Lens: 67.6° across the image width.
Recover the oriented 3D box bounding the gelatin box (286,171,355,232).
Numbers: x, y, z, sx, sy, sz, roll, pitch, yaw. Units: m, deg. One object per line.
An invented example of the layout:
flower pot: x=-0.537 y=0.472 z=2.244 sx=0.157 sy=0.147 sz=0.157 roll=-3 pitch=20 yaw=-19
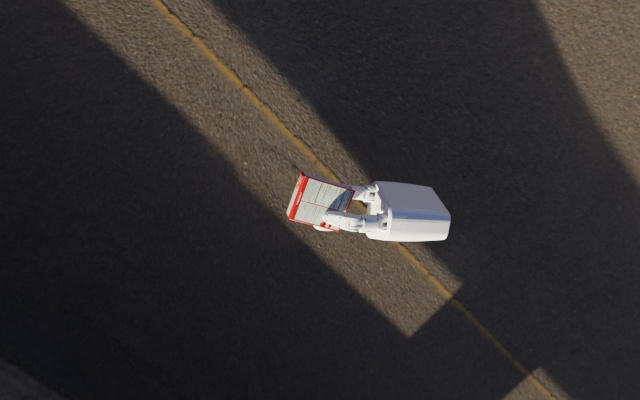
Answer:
gelatin box: x=0.000 y=0.003 z=0.748 sx=0.089 sy=0.073 sz=0.030 roll=15 pitch=15 yaw=-20
